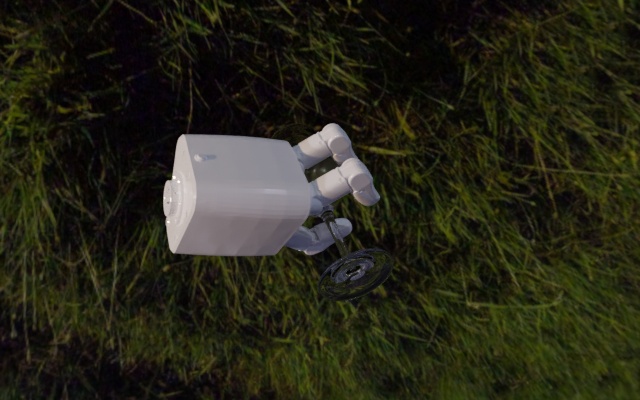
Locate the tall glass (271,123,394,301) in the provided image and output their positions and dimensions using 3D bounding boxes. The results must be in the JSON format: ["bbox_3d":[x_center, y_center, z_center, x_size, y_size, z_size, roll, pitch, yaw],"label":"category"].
[{"bbox_3d":[0.000,0.002,0.500,0.079,0.079,0.201,0,43,-27],"label":"tall glass"}]
